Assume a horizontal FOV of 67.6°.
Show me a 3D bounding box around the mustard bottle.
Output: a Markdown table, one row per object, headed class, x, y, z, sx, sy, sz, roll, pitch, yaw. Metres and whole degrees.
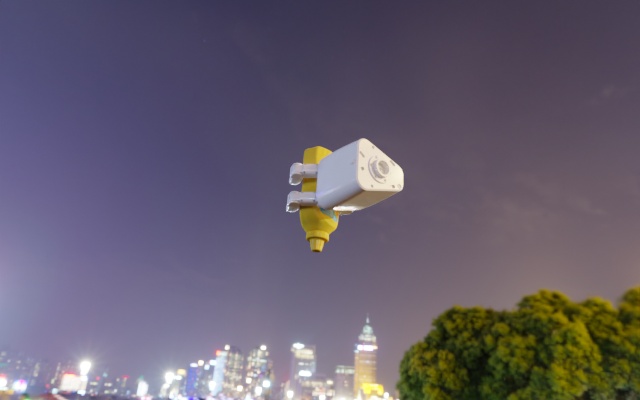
| class | x | y | z | sx | sy | sz | roll | pitch | yaw |
| --- | --- | --- | --- | --- | --- | --- | --- | --- | --- |
| mustard bottle | 0.000 | 0.003 | 0.891 | 0.058 | 0.191 | 0.096 | -9 | -27 | 28 |
